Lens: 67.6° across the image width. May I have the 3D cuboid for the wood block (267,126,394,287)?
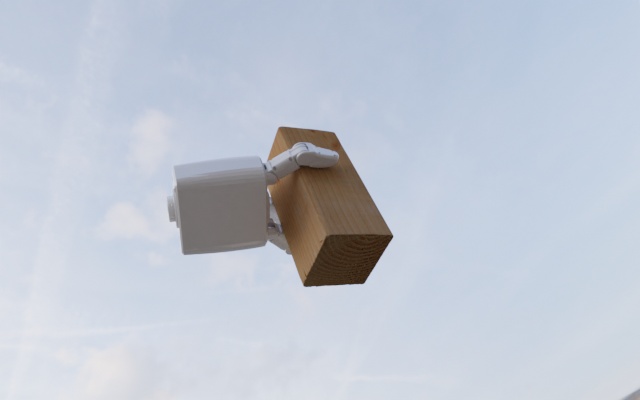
[{"bbox_3d":[0.000,0.002,0.621,0.090,0.091,0.206,2,42,-27],"label":"wood block"}]
